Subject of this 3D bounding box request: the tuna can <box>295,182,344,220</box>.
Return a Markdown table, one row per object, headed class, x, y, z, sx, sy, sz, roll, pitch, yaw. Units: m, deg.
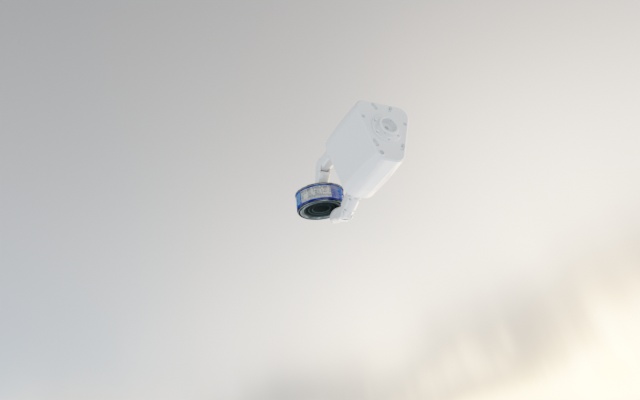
| class | x | y | z | sx | sy | sz | roll | pitch | yaw |
| --- | --- | --- | --- | --- | --- | --- | --- | --- | --- |
| tuna can | 0.000 | 0.003 | 0.820 | 0.086 | 0.033 | 0.086 | -6 | -24 | -3 |
